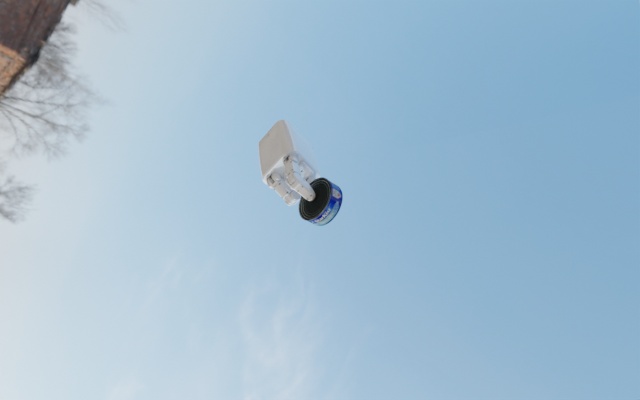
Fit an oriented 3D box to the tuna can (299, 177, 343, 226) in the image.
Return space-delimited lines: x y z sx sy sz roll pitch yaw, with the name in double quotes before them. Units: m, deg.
"tuna can" 0.001 0.003 0.881 0.034 0.086 0.086 28 -18 -35
